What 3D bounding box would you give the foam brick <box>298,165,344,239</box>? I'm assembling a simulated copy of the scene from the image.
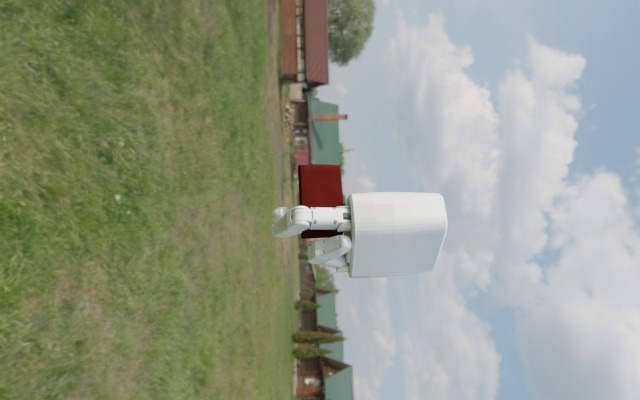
[{"bbox_3d":[0.000,0.002,0.579,0.051,0.078,0.053,-3,-24,-1],"label":"foam brick"}]
